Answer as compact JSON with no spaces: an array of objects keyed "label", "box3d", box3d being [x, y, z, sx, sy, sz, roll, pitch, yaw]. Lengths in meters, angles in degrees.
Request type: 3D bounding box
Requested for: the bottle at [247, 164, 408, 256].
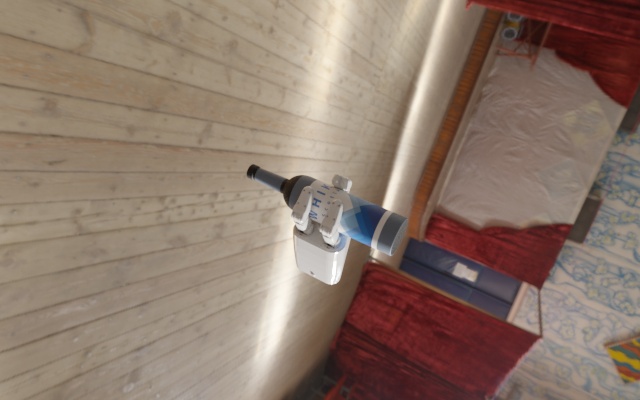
[{"label":"bottle","box3d":[0.000,0.003,0.815,0.295,0.069,0.069,24,9,20]}]
